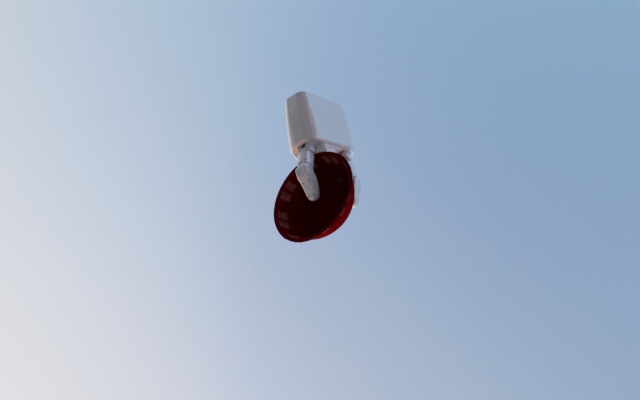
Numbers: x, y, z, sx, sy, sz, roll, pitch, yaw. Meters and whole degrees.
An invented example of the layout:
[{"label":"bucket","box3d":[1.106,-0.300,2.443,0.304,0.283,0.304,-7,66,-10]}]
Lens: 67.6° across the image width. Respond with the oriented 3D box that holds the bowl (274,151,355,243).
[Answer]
[{"label":"bowl","box3d":[0.000,0.004,0.781,0.162,0.162,0.055,0,-25,43]}]
